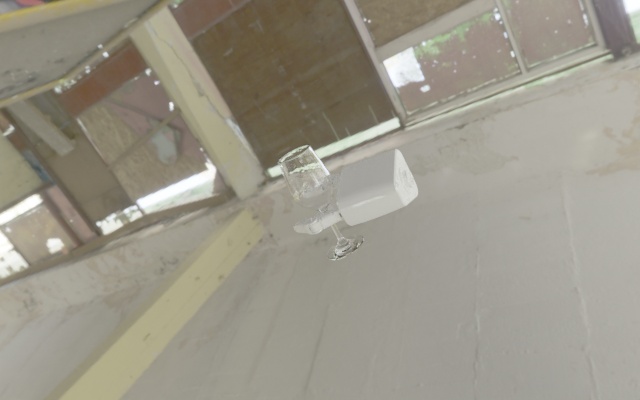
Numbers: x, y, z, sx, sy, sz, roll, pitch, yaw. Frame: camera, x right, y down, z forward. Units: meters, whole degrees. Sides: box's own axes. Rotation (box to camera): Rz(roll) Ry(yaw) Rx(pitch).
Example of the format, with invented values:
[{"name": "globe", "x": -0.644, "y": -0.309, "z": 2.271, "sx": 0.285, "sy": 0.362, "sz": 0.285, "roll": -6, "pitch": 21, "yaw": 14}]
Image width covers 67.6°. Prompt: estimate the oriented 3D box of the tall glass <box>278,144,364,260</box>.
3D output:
[{"name": "tall glass", "x": 0.000, "y": 0.003, "z": 0.840, "sx": 0.079, "sy": 0.201, "sz": 0.079, "roll": -26, "pitch": 18, "yaw": 9}]
